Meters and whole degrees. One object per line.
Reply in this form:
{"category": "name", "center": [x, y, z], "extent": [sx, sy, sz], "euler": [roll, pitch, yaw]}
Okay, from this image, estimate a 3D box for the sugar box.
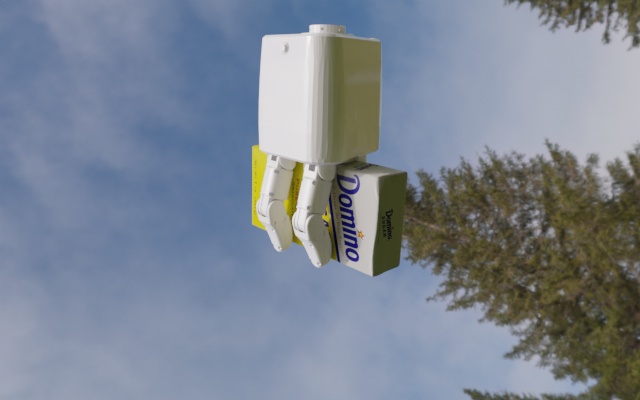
{"category": "sugar box", "center": [0.000, 0.001, 0.474], "extent": [0.048, 0.093, 0.176], "euler": [-13, 22, -40]}
